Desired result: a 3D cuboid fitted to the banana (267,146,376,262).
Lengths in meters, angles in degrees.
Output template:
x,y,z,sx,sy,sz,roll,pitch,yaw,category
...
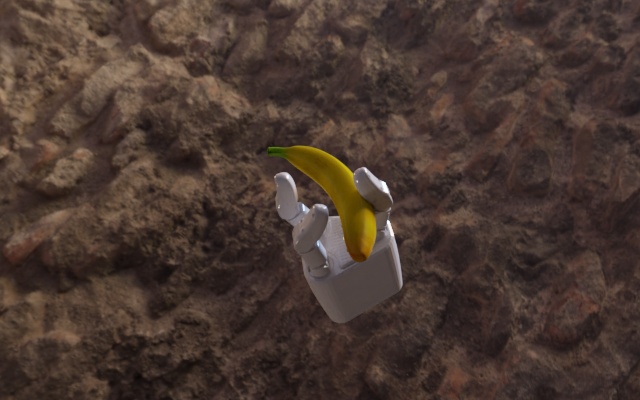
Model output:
x,y,z,sx,sy,sz,roll,pitch,yaw,category
0.014,-0.008,0.533,0.069,0.037,0.197,-27,49,-18,banana
